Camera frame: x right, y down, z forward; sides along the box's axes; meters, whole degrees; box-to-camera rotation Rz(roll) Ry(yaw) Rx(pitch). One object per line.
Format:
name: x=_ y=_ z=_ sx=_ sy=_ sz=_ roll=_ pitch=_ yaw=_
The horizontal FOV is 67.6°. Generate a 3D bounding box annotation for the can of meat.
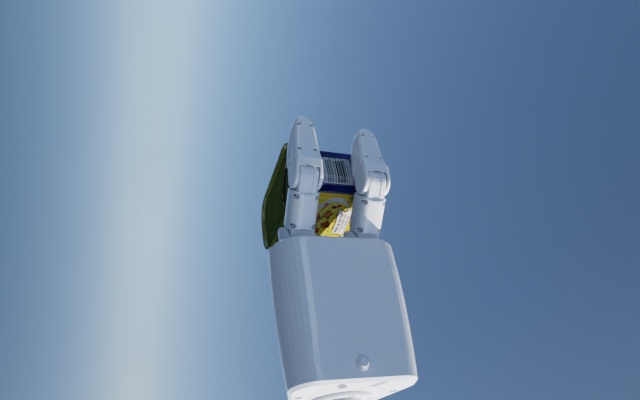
can of meat: x=0.000 y=0.001 z=0.424 sx=0.084 sy=0.057 sz=0.102 roll=5 pitch=-40 yaw=-20
